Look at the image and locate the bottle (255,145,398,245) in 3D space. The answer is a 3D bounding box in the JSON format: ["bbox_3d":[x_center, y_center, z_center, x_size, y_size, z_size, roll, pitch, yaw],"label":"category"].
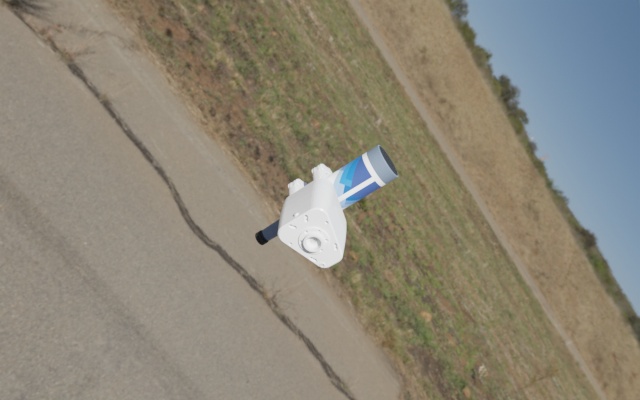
[{"bbox_3d":[0.000,0.003,0.885,0.296,0.069,0.069,-31,-11,18],"label":"bottle"}]
